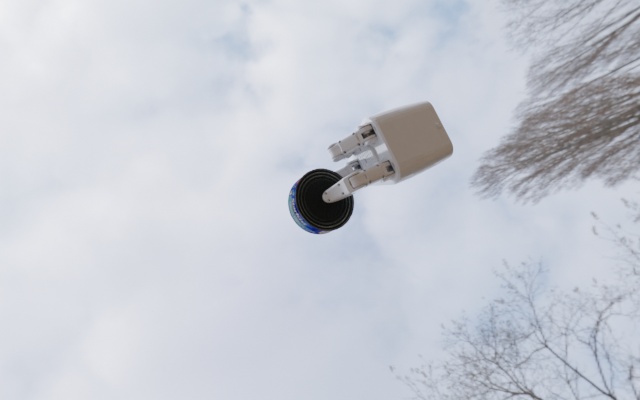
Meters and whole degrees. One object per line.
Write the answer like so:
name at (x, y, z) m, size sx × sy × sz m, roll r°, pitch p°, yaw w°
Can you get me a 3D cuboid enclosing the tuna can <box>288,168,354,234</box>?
tuna can at (0.000, 0.002, 0.646) m, size 0.086 × 0.086 × 0.034 m, roll 0°, pitch -14°, yaw -25°
